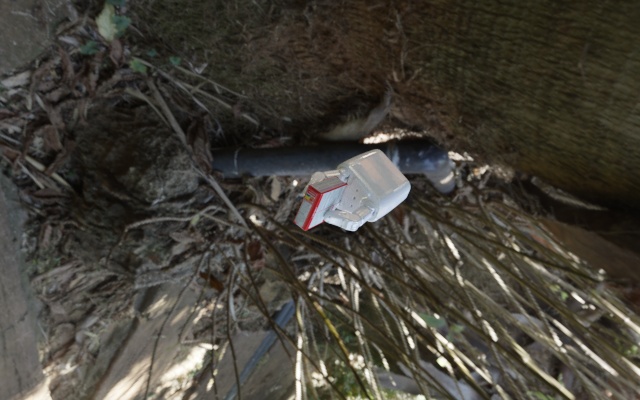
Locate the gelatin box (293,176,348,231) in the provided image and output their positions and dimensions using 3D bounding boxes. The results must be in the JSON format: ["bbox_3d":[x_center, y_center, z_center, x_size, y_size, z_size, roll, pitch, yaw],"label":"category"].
[{"bbox_3d":[0.000,0.003,0.787,0.030,0.073,0.089,35,29,19],"label":"gelatin box"}]
